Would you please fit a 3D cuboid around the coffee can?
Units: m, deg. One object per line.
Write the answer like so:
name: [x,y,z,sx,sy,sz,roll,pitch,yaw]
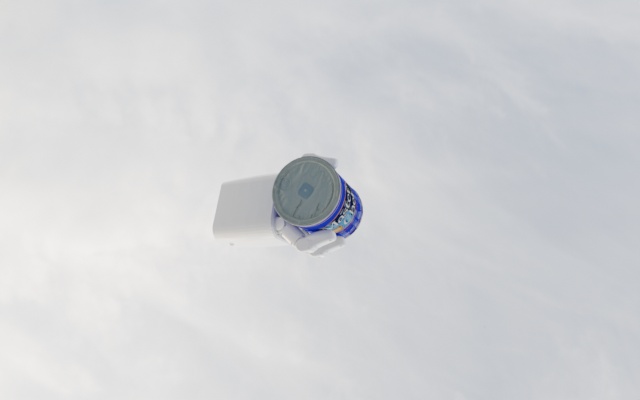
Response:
coffee can: [0.000,0.002,0.736,0.103,0.102,0.140,0,-14,19]
